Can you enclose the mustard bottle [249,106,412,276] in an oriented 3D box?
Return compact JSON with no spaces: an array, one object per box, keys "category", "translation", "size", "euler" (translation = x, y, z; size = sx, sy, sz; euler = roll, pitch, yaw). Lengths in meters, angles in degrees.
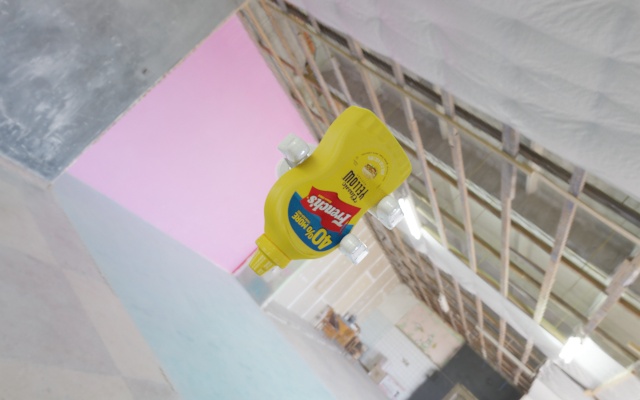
[{"category":"mustard bottle","translation":[0.000,0.001,0.485],"size":[0.096,0.191,0.058],"euler":[48,-6,-33]}]
